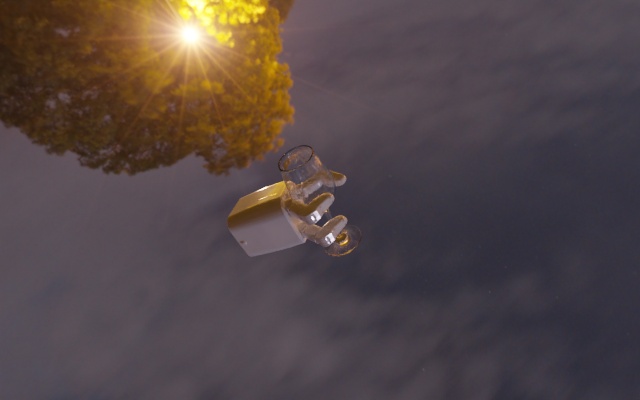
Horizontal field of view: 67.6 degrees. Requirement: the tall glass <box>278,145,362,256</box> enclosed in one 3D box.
[{"bbox_3d":[0.001,0.003,0.809,0.079,0.201,0.079,-18,38,15],"label":"tall glass"}]
